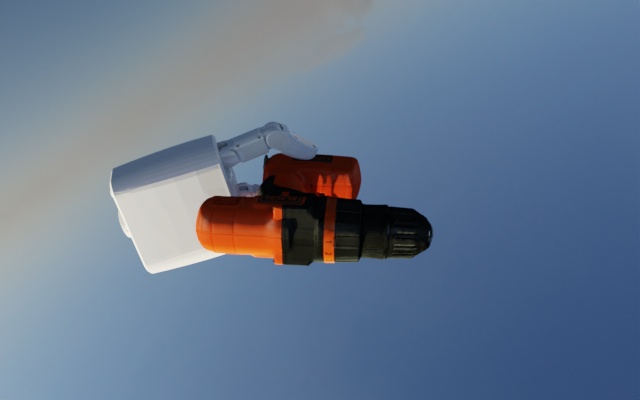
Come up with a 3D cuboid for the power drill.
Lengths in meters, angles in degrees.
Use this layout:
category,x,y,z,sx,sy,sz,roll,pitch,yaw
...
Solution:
category,x,y,z,sx,sy,sz,roll,pitch,yaw
power drill,0.000,0.001,0.440,0.184,0.057,0.187,4,16,4
